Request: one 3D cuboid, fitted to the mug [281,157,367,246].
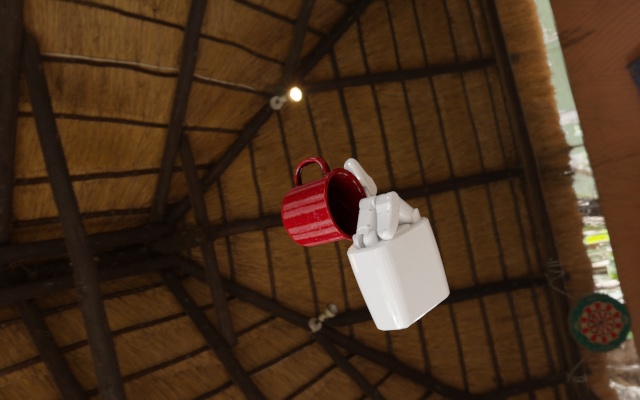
[{"bbox_3d":[-0.001,0.001,0.616,0.081,0.117,0.093,-17,6,37],"label":"mug"}]
